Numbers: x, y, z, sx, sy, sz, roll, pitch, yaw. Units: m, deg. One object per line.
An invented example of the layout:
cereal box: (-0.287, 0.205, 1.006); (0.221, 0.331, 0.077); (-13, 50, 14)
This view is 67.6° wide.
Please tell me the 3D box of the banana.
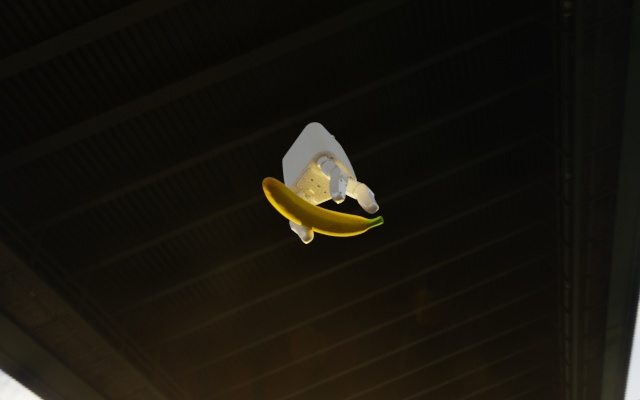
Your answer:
banana: (-0.006, 0.016, 0.717); (0.198, 0.070, 0.037); (18, 37, -23)
